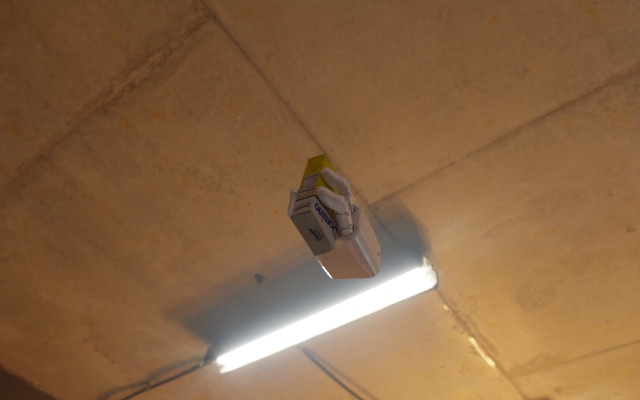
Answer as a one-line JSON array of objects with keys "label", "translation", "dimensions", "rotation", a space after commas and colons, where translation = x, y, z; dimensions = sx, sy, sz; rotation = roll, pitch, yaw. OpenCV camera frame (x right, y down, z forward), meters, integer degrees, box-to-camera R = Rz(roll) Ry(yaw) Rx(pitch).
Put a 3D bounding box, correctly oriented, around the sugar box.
[{"label": "sugar box", "translation": [0.001, 0.003, 0.838], "dimensions": [0.048, 0.093, 0.176], "rotation": [-19, 32, 20]}]
